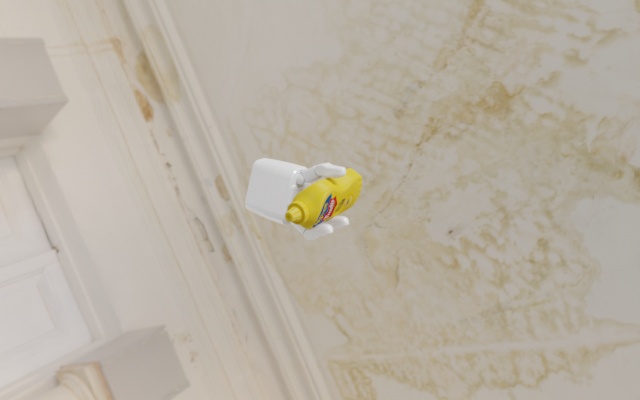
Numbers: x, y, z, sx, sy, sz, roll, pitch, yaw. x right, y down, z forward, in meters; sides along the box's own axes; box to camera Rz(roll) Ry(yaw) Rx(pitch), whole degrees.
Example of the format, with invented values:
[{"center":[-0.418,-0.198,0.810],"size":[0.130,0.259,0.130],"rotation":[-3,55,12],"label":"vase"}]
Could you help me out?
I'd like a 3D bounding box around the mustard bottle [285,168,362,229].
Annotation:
[{"center":[0.001,0.003,0.880],"size":[0.058,0.096,0.191],"rotation":[41,35,19],"label":"mustard bottle"}]
